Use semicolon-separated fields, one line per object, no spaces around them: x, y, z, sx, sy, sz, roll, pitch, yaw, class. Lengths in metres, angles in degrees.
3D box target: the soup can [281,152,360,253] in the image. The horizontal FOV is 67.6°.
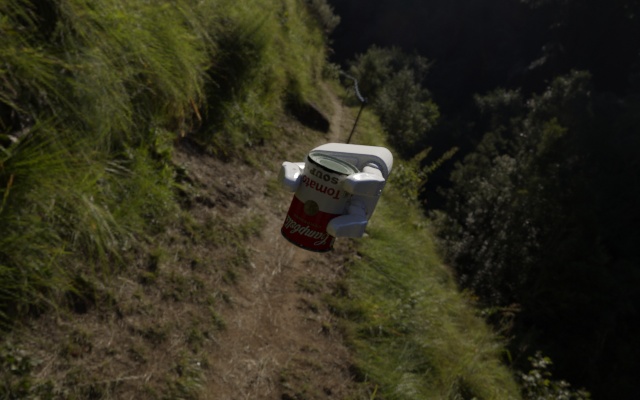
0.000;0.002;0.572;0.068;0.102;0.068;19;18;-6;soup can
